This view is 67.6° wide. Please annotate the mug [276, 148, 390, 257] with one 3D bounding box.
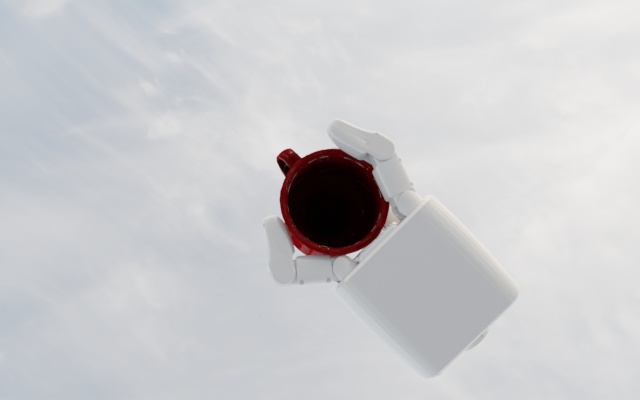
[{"bbox_3d":[-0.001,0.001,0.440,0.093,0.117,0.081,-42,-7,-14],"label":"mug"}]
